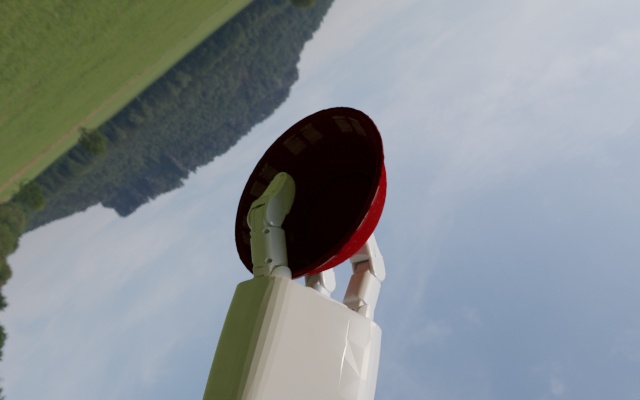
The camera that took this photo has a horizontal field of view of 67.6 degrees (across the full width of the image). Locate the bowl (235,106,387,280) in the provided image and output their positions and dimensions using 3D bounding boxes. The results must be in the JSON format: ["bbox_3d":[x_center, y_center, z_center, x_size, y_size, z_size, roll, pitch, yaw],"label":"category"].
[{"bbox_3d":[0.001,0.000,0.413,0.162,0.162,0.055,0,-25,45],"label":"bowl"}]
